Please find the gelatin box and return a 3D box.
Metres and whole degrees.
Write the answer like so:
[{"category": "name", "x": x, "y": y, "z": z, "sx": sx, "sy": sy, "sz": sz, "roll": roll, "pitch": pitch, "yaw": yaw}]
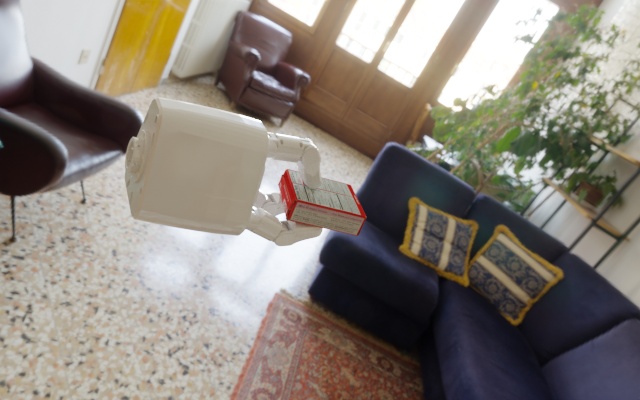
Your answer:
[{"category": "gelatin box", "x": 0.001, "y": 0.001, "z": 0.545, "sx": 0.089, "sy": 0.030, "sz": 0.073, "roll": 13, "pitch": 27, "yaw": -20}]
